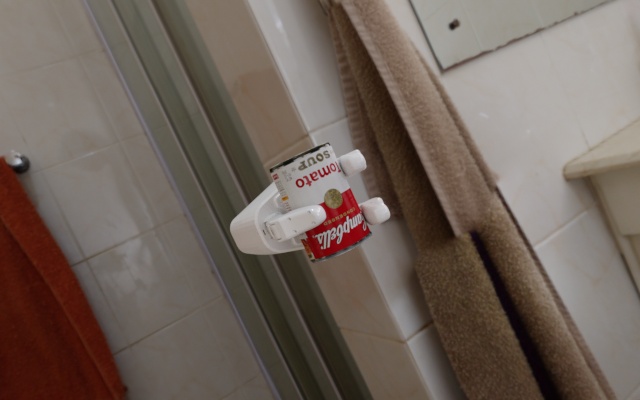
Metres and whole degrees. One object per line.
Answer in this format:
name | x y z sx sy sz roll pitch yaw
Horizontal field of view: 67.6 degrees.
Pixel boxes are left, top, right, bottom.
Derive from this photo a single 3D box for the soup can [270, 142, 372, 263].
soup can | 0.000 0.001 0.475 0.068 0.102 0.068 -25 4 2
